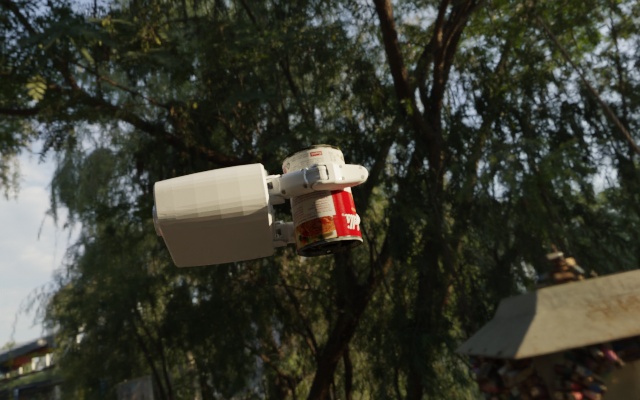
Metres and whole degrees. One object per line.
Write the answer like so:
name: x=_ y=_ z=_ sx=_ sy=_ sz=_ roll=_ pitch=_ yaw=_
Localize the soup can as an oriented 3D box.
soup can: x=0.001 y=0.001 z=0.500 sx=0.068 sy=0.102 sz=0.068 roll=-11 pitch=-17 yaw=-3
